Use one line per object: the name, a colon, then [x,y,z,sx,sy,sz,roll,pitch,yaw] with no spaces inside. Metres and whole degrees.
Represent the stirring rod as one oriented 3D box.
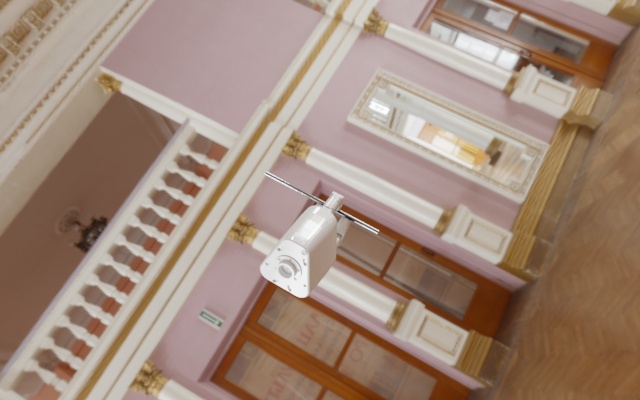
stirring rod: [0.000,0.003,0.889,0.239,0.011,0.011,28,6,11]
